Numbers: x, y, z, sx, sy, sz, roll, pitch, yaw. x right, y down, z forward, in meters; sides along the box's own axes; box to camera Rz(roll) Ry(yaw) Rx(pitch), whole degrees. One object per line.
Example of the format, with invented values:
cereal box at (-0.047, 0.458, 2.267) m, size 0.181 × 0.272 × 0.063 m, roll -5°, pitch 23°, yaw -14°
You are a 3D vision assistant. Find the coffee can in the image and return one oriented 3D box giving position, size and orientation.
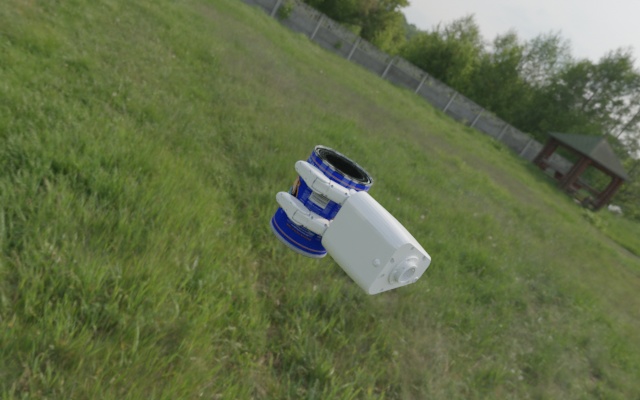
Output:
coffee can at (0.000, 0.002, 0.728) m, size 0.103 × 0.140 × 0.102 m, roll 29°, pitch 19°, yaw -11°
